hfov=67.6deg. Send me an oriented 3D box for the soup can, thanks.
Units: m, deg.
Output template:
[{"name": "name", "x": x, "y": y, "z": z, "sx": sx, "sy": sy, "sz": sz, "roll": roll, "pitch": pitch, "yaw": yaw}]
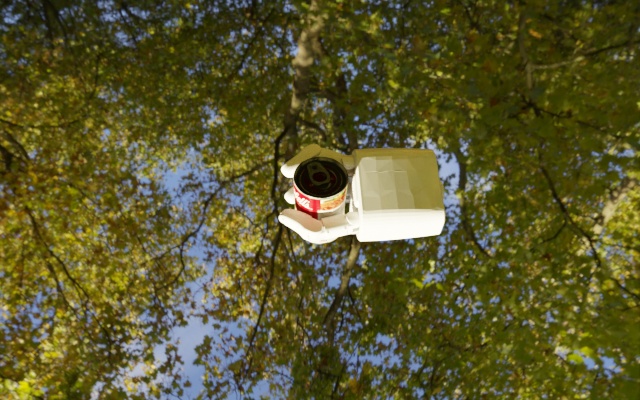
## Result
[{"name": "soup can", "x": 0.000, "y": 0.002, "z": 0.620, "sx": 0.068, "sy": 0.068, "sz": 0.102, "roll": 0, "pitch": -38, "yaw": -1}]
